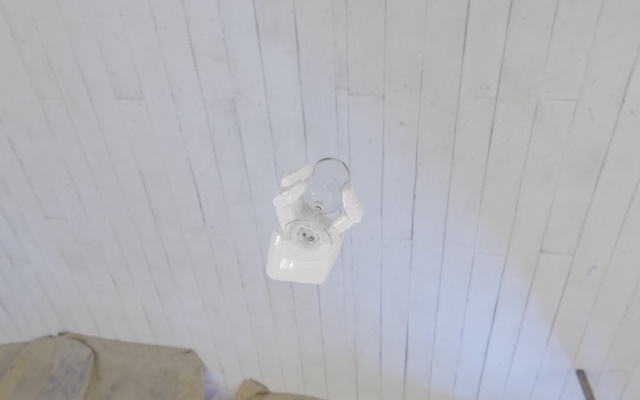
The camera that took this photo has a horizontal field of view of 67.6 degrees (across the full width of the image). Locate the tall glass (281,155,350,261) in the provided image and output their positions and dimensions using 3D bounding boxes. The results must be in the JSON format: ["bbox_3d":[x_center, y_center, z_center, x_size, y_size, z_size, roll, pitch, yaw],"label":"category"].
[{"bbox_3d":[0.000,0.003,0.754,0.079,0.079,0.201,0,34,15],"label":"tall glass"}]
